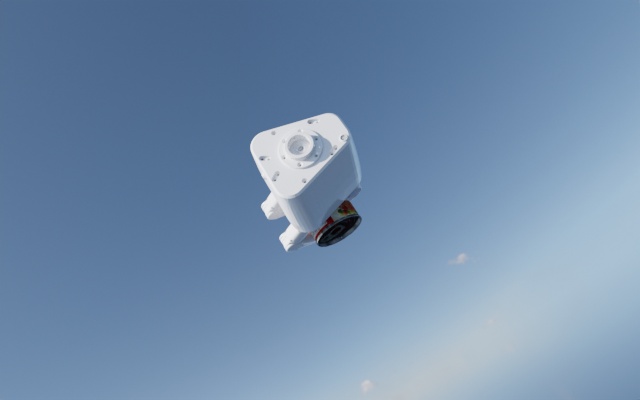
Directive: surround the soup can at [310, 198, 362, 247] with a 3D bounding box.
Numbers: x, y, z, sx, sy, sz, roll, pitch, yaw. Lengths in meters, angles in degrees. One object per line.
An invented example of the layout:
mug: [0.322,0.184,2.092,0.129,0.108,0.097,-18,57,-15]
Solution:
soup can: [0.000,0.002,0.644,0.068,0.102,0.068,-27,-24,-13]
